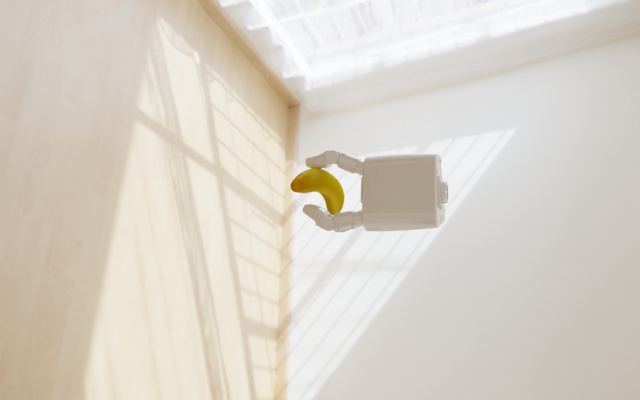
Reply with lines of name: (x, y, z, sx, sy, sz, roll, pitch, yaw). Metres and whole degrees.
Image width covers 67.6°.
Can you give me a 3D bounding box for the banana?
banana: (0.005, -0.014, 0.767, 0.037, 0.069, 0.198, 4, -19, 22)
